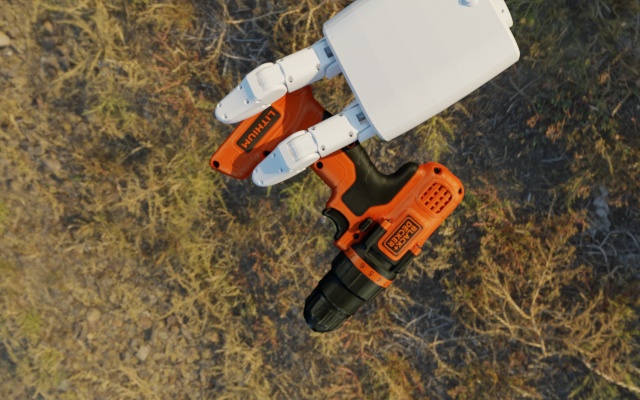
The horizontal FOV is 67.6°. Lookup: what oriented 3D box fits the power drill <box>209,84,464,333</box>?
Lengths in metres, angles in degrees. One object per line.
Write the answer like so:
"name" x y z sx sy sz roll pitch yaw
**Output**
"power drill" 0.000 0.001 0.413 0.187 0.184 0.057 40 7 -7
